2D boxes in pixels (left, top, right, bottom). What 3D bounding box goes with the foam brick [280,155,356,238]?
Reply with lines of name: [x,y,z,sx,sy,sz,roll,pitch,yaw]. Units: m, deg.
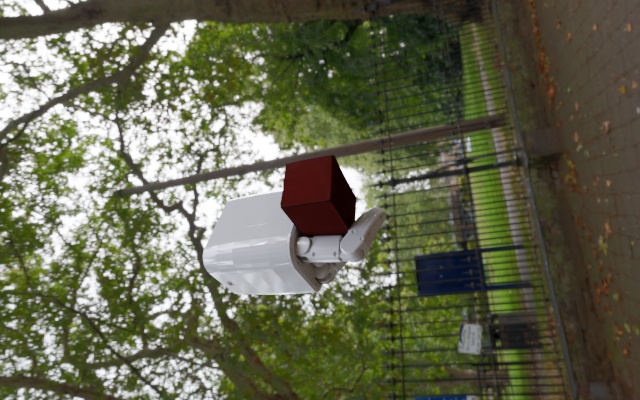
foam brick: [0.000,0.001,0.471,0.051,0.053,0.078,-7,-34,19]
